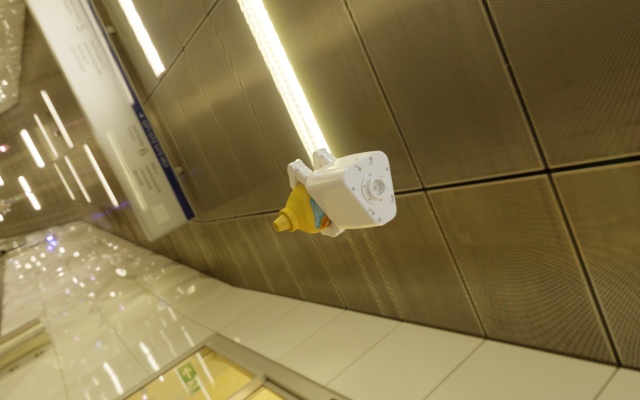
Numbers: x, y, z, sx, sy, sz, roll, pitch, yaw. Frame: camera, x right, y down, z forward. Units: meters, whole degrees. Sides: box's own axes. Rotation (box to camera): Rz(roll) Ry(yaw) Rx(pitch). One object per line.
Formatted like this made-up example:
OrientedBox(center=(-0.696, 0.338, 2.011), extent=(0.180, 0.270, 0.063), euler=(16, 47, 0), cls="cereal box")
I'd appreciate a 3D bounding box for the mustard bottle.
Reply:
OrientedBox(center=(0.000, 0.003, 0.832), extent=(0.191, 0.096, 0.058), euler=(-30, 36, -29), cls="mustard bottle")
